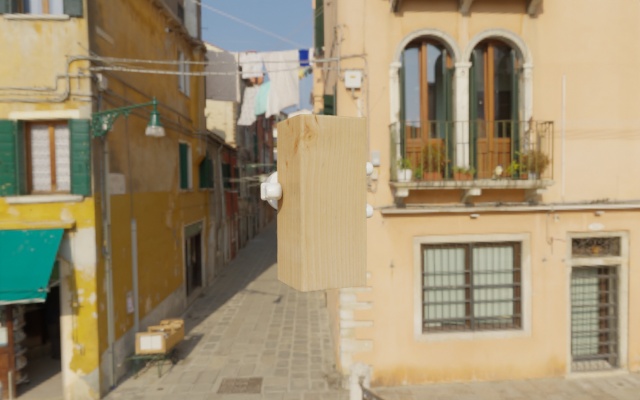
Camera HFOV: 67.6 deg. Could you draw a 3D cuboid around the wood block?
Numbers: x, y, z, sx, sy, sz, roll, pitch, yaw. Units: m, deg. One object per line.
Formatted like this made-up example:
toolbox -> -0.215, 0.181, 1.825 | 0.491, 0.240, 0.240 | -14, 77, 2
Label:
wood block -> 0.000, 0.002, 0.605 | 0.091, 0.206, 0.090 | -1, 2, -24
